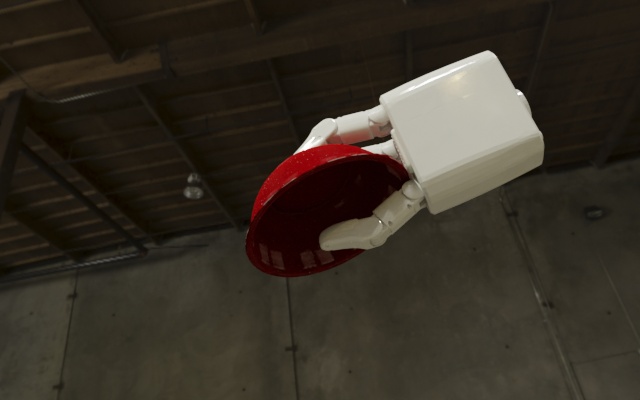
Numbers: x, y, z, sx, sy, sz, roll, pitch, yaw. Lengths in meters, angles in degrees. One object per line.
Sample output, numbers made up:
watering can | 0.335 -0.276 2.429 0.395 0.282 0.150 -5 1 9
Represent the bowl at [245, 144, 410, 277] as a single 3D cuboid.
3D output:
bowl | -0.001 0.002 0.443 0.162 0.055 0.162 -19 -36 -15
